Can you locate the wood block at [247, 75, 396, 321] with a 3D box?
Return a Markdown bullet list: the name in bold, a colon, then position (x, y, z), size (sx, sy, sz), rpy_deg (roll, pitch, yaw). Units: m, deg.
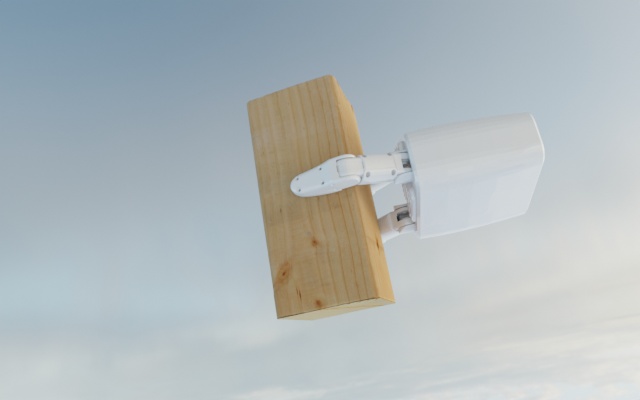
- **wood block**: position (0.000, 0.001, 0.455), size (0.090, 0.206, 0.091), rpy_deg (-15, -18, 14)
